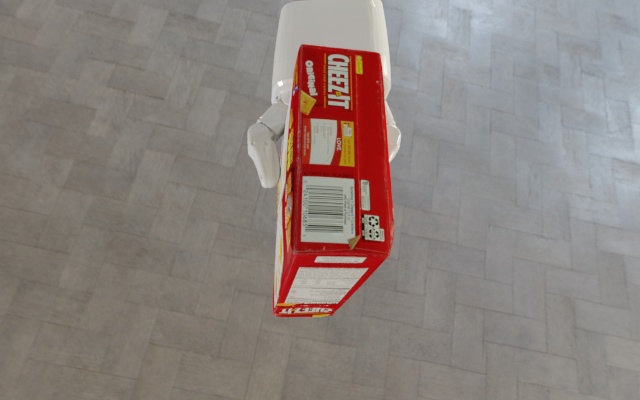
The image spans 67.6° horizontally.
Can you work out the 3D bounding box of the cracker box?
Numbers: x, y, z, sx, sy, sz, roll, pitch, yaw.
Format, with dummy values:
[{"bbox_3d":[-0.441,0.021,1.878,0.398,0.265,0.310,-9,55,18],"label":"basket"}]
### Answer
[{"bbox_3d":[0.000,0.001,0.417,0.072,0.164,0.214,3,-24,-8],"label":"cracker box"}]
